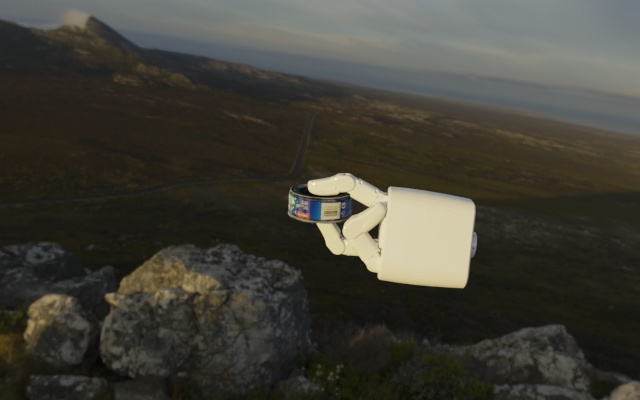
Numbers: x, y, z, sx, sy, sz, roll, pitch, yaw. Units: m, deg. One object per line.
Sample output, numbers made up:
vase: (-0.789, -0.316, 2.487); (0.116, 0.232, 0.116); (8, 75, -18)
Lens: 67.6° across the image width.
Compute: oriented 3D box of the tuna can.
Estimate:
tuna can: (0.000, 0.002, 0.635); (0.086, 0.034, 0.086); (3, 15, -1)
